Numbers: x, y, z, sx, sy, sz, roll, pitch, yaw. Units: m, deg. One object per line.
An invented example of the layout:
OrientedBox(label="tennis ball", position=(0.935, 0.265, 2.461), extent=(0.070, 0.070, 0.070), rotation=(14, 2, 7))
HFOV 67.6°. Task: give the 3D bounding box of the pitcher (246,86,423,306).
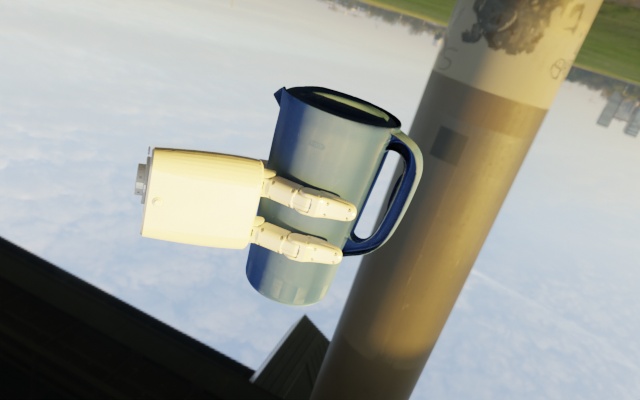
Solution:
OrientedBox(label="pitcher", position=(0.000, 0.002, 0.547), extent=(0.145, 0.243, 0.149), rotation=(8, 25, -22))
